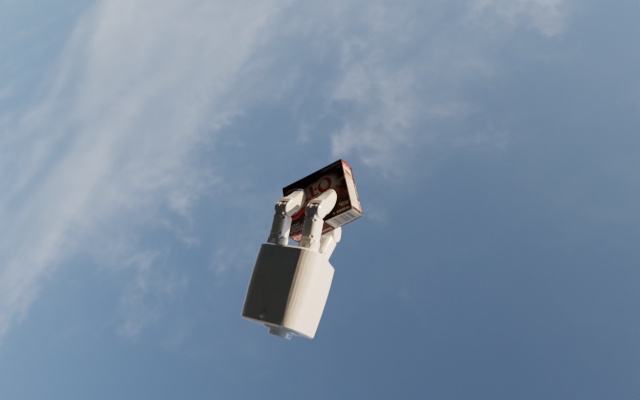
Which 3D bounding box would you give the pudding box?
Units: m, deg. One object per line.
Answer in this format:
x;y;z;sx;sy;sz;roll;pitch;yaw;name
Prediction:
0.000;0.002;0.714;0.113;0.090;0.039;-25;-34;21;pudding box
